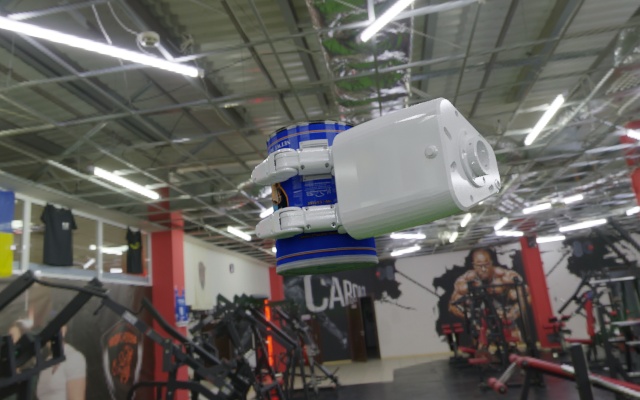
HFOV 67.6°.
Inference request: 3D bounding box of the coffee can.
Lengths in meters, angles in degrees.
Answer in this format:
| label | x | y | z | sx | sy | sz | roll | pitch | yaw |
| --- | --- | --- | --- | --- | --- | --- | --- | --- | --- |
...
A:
| label | x | y | z | sx | sy | sz | roll | pitch | yaw |
| --- | --- | --- | --- | --- | --- | --- | --- | --- | --- |
| coffee can | 0.000 | 0.002 | 0.494 | 0.103 | 0.140 | 0.103 | -6 | -13 | -1 |
